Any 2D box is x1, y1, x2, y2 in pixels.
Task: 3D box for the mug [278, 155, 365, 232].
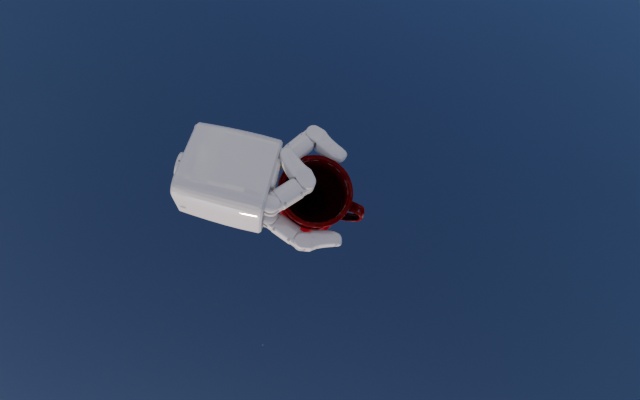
[{"bbox_3d":[0.001,0.002,0.621,0.117,0.093,0.081,16,-18,-4],"label":"mug"}]
